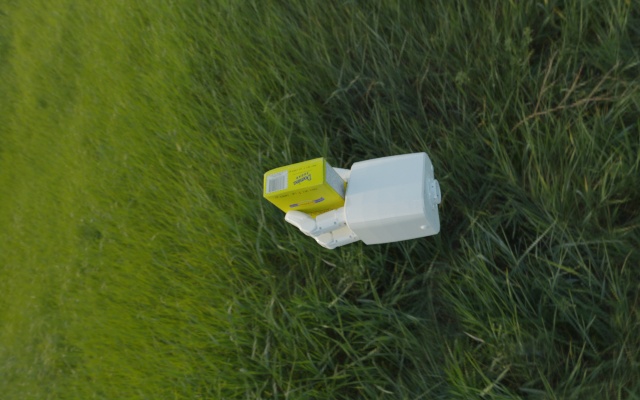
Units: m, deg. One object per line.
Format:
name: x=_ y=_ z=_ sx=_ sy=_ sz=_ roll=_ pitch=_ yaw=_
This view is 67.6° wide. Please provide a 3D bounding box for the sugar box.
sugar box: x=0.000 y=0.003 z=0.704 sx=0.093 sy=0.048 sz=0.176 roll=-12 pitch=-29 yaw=23
